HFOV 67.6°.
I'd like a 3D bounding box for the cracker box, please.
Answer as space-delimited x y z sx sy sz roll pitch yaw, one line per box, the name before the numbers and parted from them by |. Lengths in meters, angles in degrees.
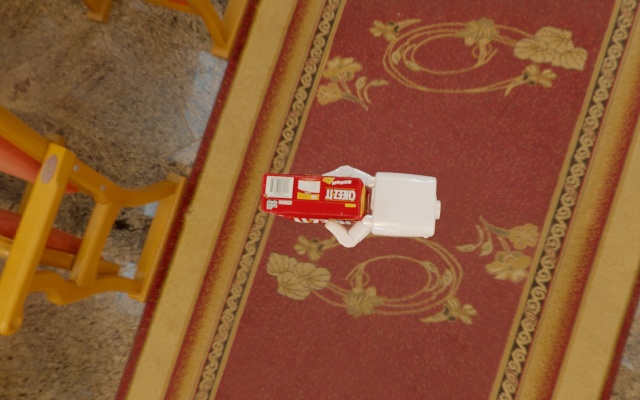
cracker box | 0.000 0.003 0.862 0.164 0.072 0.214 3 -6 9
